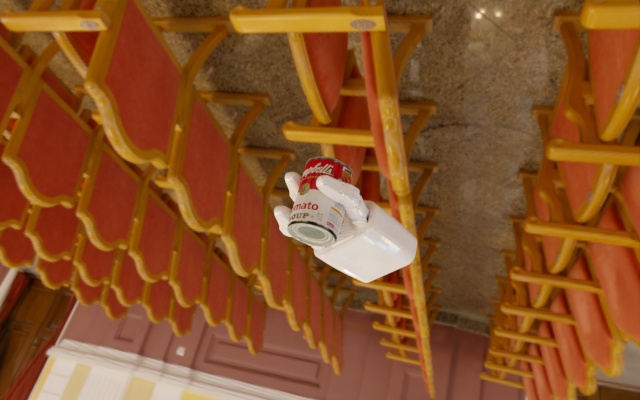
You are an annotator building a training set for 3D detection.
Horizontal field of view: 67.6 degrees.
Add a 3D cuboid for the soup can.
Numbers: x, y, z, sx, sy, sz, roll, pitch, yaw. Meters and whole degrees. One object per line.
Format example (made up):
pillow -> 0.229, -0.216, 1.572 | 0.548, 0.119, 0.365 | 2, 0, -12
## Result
soup can -> 0.000, 0.002, 0.637 | 0.068, 0.102, 0.068 | 12, -28, 7
